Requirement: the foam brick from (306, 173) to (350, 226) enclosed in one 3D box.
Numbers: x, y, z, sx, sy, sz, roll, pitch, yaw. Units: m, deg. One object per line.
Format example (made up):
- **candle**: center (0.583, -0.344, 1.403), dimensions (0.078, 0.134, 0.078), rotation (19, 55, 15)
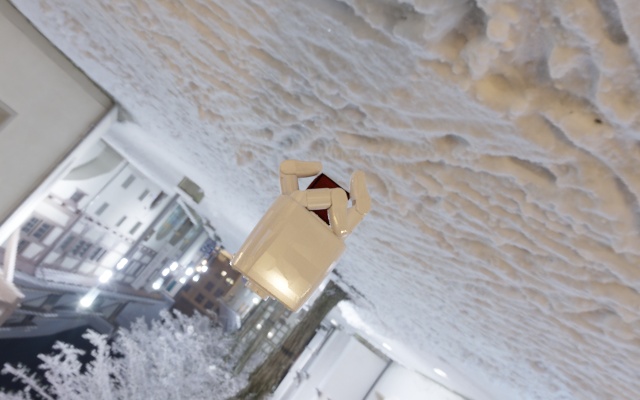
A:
- **foam brick**: center (0.000, 0.002, 0.663), dimensions (0.053, 0.051, 0.078), rotation (37, -13, -4)
